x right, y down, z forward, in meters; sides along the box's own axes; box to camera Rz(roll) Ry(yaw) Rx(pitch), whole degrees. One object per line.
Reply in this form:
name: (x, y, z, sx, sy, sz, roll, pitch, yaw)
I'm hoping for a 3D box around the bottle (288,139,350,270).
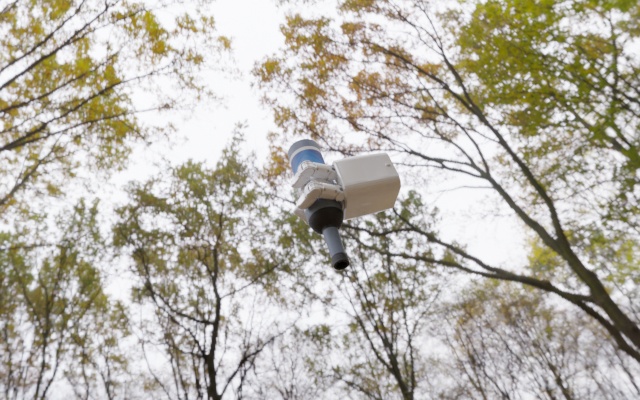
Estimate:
bottle: (0.000, 0.003, 0.880, 0.069, 0.295, 0.069, -10, -43, -9)
